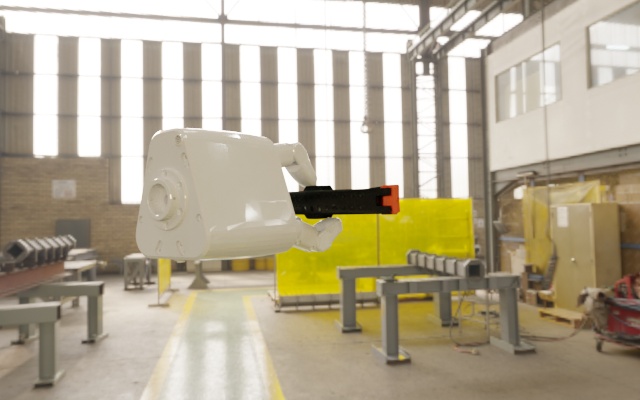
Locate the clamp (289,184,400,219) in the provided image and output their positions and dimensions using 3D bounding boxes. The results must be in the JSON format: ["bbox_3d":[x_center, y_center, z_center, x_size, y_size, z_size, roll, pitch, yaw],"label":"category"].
[{"bbox_3d":[0.000,0.001,0.530,0.210,0.036,0.164,-2,0,35],"label":"clamp"}]
